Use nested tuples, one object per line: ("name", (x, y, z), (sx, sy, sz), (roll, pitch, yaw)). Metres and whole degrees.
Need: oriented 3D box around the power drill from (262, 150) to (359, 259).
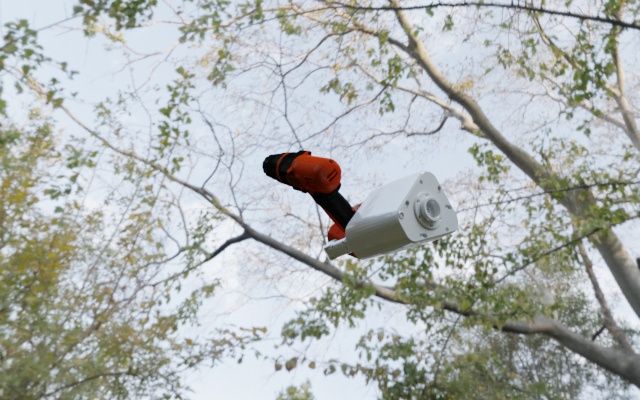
("power drill", (0.001, 0.003, 0.744), (0.188, 0.057, 0.184), (51, -19, -29))
